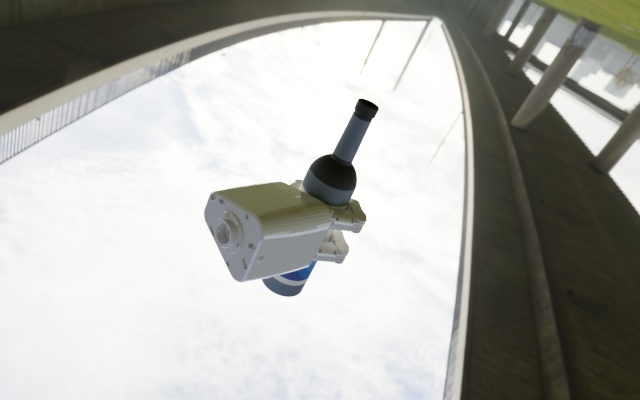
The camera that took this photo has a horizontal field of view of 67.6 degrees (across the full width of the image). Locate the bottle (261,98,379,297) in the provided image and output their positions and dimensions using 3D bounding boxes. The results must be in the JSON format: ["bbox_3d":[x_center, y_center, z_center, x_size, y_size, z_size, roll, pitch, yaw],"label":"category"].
[{"bbox_3d":[0.000,0.002,0.630,0.069,0.296,0.069,20,30,-12],"label":"bottle"}]
